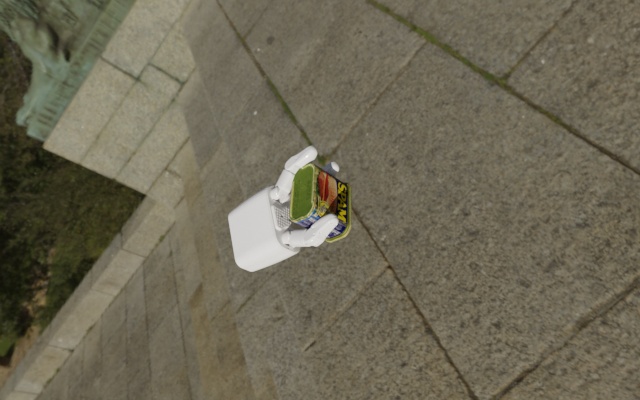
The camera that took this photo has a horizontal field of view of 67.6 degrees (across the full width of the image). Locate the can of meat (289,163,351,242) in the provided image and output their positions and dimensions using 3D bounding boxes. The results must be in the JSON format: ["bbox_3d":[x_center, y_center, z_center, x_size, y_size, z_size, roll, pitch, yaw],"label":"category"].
[{"bbox_3d":[0.000,0.002,0.748,0.057,0.102,0.084,-25,-40,37],"label":"can of meat"}]
